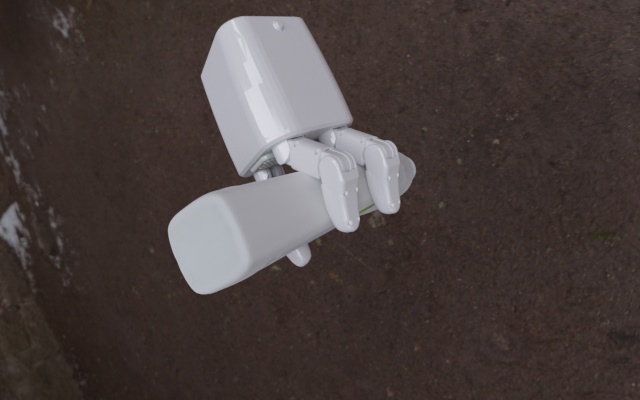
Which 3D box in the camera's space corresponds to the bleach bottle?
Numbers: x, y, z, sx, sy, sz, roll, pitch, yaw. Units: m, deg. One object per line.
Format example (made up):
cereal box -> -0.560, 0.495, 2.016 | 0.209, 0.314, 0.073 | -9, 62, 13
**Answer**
bleach bottle -> 0.000, 0.001, 0.430 | 0.251, 0.068, 0.102 | -21, -5, -44
